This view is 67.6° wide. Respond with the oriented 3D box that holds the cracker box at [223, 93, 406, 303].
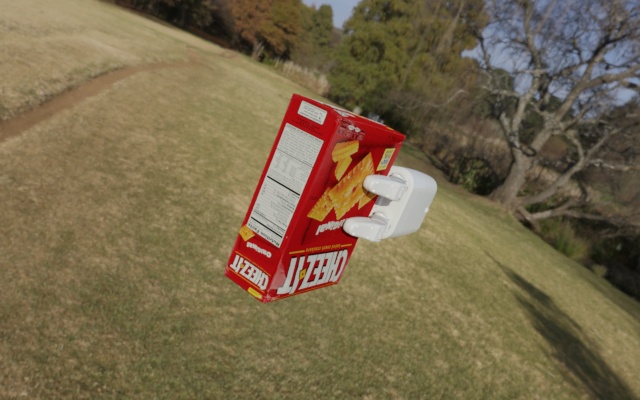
[{"bbox_3d":[0.000,0.002,0.551,0.072,0.214,0.164,30,14,29],"label":"cracker box"}]
